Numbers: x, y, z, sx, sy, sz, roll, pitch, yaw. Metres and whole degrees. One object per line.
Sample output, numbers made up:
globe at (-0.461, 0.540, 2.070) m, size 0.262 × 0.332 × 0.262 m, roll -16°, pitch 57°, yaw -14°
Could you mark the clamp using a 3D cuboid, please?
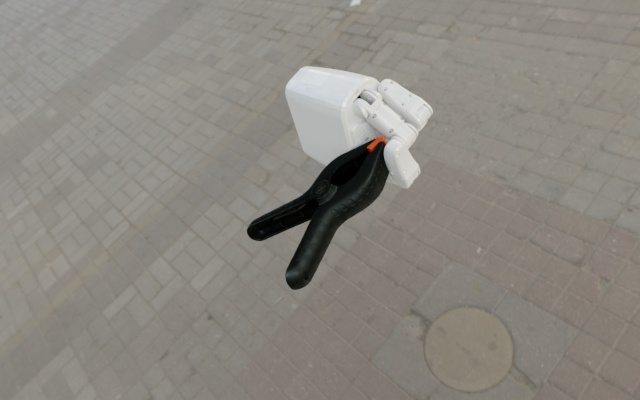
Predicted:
clamp at (0.000, 0.001, 0.478) m, size 0.120 × 0.171 × 0.039 m, roll 27°, pitch -22°, yaw 47°
